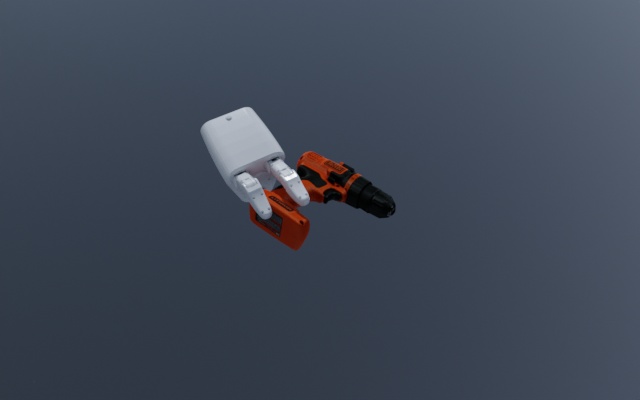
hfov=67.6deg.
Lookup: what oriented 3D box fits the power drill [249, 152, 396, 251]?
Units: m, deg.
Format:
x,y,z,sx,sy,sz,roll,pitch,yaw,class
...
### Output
x,y,z,sx,sy,sz,roll,pitch,yaw,class
0.000,0.002,0.728,0.184,0.057,0.187,29,38,26,power drill
